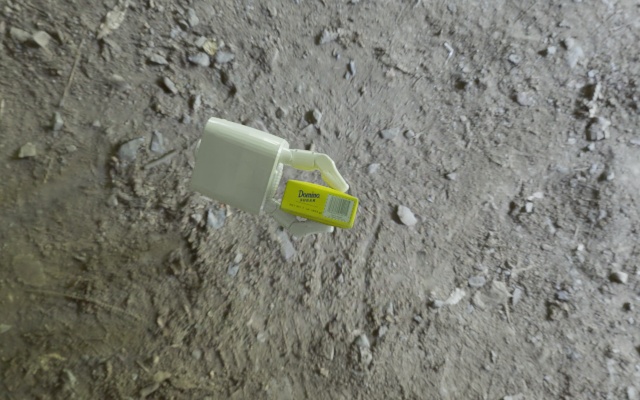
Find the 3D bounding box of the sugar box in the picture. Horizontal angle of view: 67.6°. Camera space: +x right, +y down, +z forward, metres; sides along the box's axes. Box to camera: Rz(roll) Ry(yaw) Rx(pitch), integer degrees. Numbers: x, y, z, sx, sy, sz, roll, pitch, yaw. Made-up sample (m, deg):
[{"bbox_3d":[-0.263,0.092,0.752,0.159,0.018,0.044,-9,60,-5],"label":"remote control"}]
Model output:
[{"bbox_3d":[0.000,0.002,0.668,0.093,0.048,0.176,16,4,0],"label":"sugar box"}]
